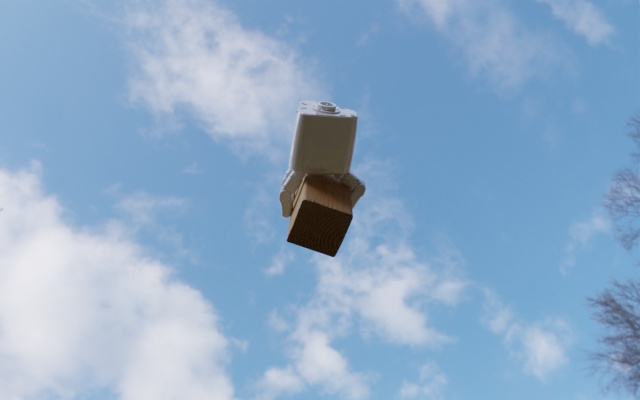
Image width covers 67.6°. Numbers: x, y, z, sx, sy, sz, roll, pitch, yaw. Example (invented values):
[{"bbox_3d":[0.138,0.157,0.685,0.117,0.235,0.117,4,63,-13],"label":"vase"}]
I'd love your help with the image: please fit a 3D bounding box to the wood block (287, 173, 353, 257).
[{"bbox_3d":[0.001,0.003,0.883,0.091,0.090,0.206,19,25,-8],"label":"wood block"}]
